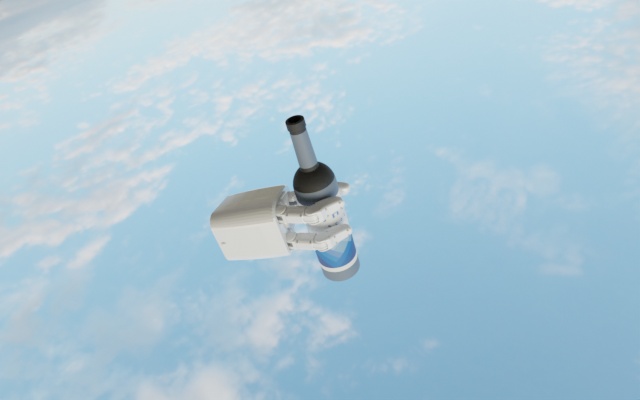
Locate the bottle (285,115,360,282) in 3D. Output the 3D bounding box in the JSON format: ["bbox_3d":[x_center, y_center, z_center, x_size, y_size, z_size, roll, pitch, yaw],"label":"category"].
[{"bbox_3d":[0.000,0.003,0.741,0.069,0.296,0.069,-11,37,9],"label":"bottle"}]
